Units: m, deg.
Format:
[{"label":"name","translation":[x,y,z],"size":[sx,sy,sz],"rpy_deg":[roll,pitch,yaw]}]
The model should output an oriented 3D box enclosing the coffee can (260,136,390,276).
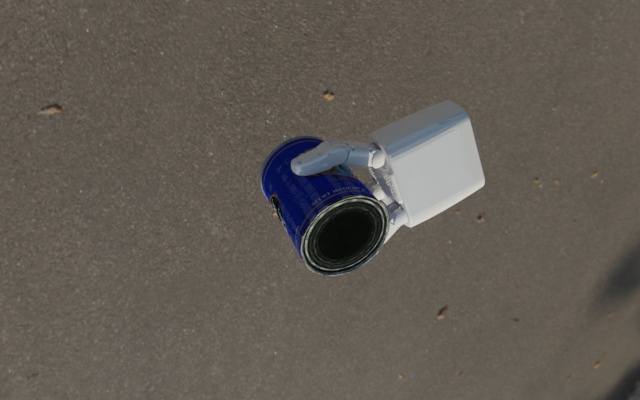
[{"label":"coffee can","translation":[0.000,0.002,0.545],"size":[0.103,0.103,0.140],"rpy_deg":[0,32,-27]}]
